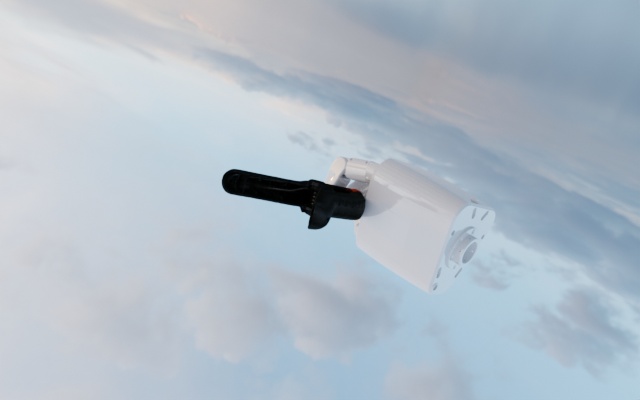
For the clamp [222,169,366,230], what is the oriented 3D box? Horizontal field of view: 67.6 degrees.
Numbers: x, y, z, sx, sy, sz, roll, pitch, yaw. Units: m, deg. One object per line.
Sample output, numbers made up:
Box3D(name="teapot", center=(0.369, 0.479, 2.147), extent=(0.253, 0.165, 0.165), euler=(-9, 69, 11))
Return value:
Box3D(name="clamp", center=(0.000, 0.002, 0.479), extent=(0.171, 0.039, 0.120), euler=(2, 22, -47))
